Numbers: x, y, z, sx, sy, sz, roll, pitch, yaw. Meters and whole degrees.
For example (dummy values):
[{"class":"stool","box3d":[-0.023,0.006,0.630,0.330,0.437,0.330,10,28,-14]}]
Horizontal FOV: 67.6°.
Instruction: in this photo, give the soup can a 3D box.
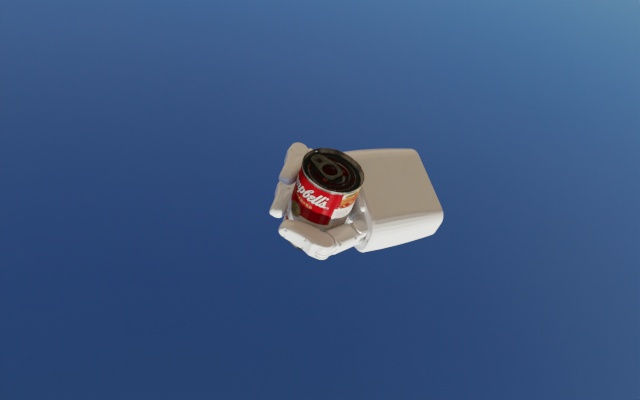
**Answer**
[{"class":"soup can","box3d":[0.000,0.002,0.530,0.068,0.068,0.102,0,-42,-21]}]
